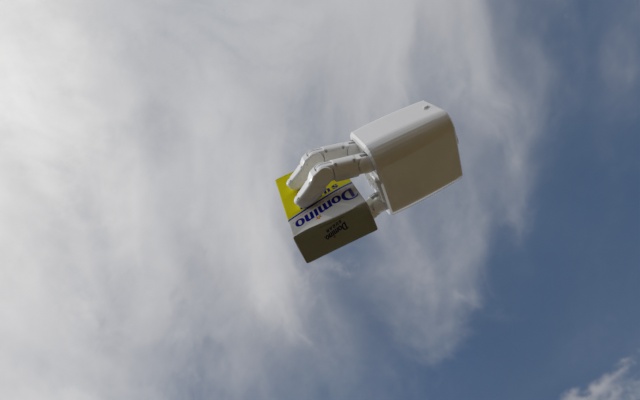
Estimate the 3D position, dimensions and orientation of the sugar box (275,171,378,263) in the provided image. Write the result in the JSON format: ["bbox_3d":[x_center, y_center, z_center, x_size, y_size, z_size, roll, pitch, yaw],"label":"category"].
[{"bbox_3d":[0.000,0.001,0.606,0.093,0.048,0.176,-26,24,-1],"label":"sugar box"}]
